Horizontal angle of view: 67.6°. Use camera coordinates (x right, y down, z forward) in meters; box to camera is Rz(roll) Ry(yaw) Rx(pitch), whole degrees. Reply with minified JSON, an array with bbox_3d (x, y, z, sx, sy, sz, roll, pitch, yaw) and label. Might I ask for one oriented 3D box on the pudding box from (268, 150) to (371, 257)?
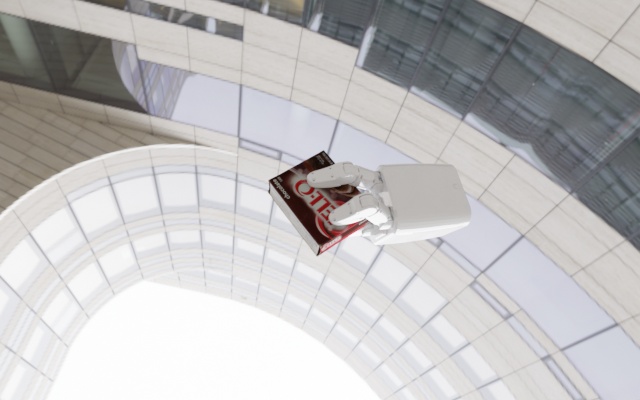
[{"bbox_3d":[0.000,0.002,0.608,0.090,0.113,0.039,-31,-23,-25],"label":"pudding box"}]
